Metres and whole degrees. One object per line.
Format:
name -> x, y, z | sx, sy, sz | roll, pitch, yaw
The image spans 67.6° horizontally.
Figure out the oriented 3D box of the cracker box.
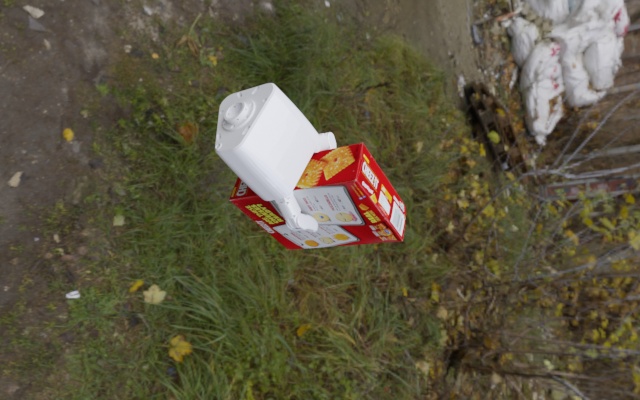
cracker box -> 0.000, 0.002, 0.720 | 0.214, 0.072, 0.164 | -7, -36, 31
